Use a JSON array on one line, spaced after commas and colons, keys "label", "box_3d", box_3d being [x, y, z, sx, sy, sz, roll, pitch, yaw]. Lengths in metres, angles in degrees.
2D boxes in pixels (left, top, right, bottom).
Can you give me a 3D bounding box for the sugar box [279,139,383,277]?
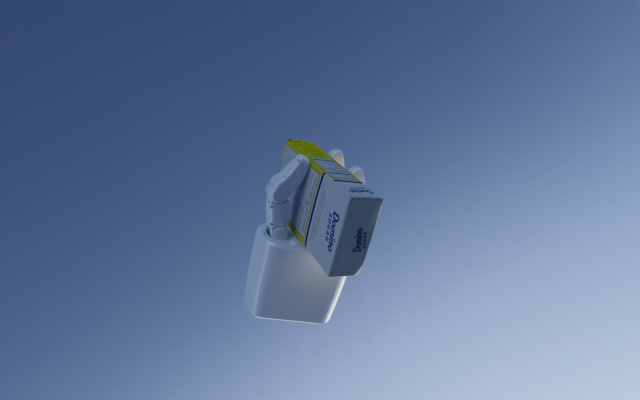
[{"label": "sugar box", "box_3d": [0.000, 0.002, 0.547, 0.048, 0.093, 0.176, 2, 25, -30]}]
